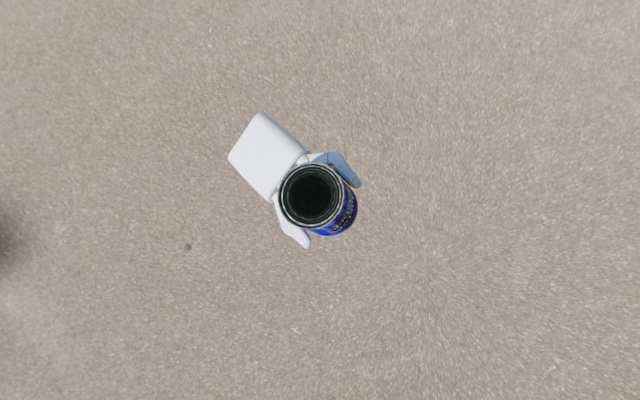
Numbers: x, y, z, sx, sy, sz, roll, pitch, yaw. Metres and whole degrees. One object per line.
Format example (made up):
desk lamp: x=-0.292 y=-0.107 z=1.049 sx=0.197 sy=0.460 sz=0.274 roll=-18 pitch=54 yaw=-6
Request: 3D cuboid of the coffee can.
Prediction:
coffee can: x=0.000 y=0.003 z=0.769 sx=0.103 sy=0.103 sz=0.140 roll=0 pitch=-8 yaw=12
